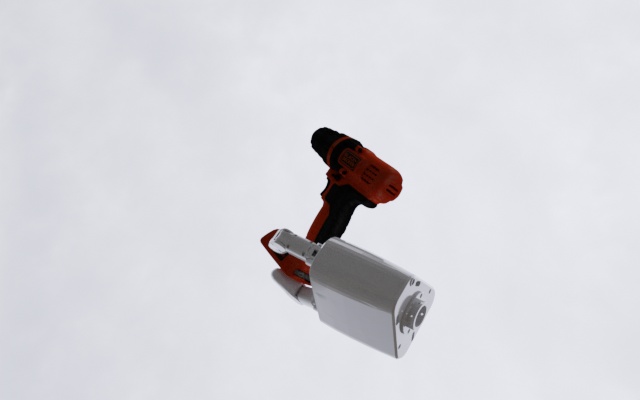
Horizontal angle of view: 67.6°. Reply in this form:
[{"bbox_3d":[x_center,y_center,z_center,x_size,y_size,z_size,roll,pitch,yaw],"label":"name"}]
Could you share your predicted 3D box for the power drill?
[{"bbox_3d":[0.000,0.003,0.624,0.057,0.187,0.184,29,9,-38],"label":"power drill"}]
